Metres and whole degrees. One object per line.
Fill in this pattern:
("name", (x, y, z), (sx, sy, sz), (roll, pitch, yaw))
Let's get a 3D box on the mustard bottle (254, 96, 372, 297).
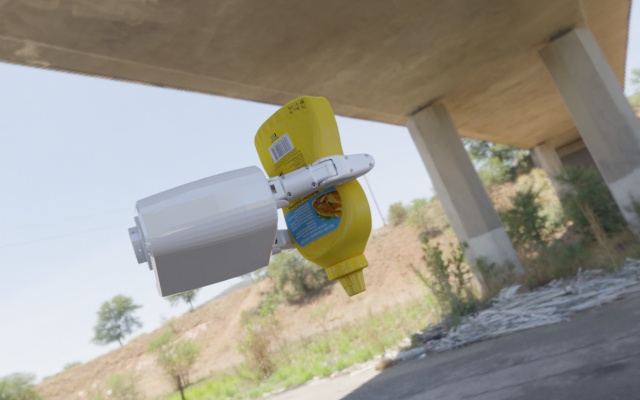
("mustard bottle", (0.000, 0.001, 0.471), (0.058, 0.191, 0.096), (-9, -17, -47))
